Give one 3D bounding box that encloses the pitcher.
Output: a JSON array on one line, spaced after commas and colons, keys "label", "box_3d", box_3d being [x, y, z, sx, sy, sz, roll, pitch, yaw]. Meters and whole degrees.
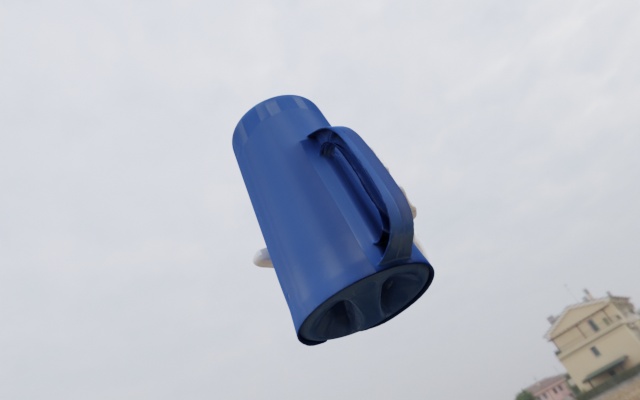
[{"label": "pitcher", "box_3d": [0.000, 0.002, 0.471, 0.149, 0.242, 0.145, -35, -32, 11]}]
